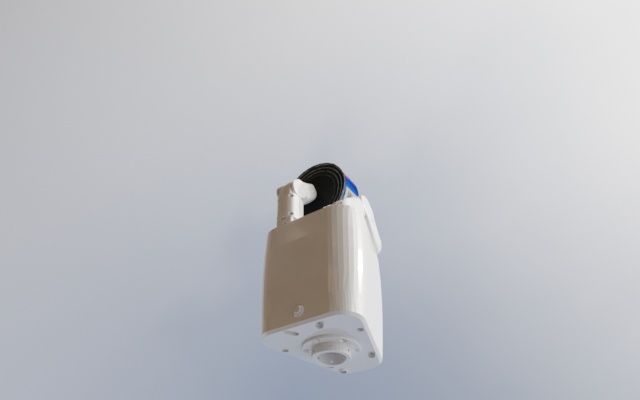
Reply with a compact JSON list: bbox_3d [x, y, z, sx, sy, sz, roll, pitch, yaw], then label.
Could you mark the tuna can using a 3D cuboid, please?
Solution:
[{"bbox_3d":[0.000,0.002,0.540,0.086,0.086,0.034,0,-31,42],"label":"tuna can"}]
